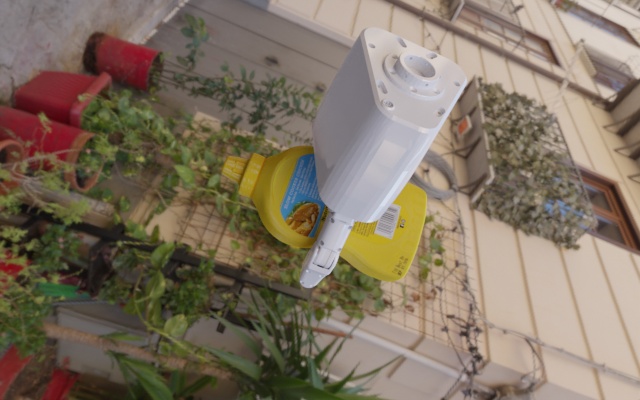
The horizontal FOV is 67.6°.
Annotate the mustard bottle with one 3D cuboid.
[{"bbox_3d":[0.000,0.002,0.451,0.191,0.096,0.058,22,-17,-8],"label":"mustard bottle"}]
